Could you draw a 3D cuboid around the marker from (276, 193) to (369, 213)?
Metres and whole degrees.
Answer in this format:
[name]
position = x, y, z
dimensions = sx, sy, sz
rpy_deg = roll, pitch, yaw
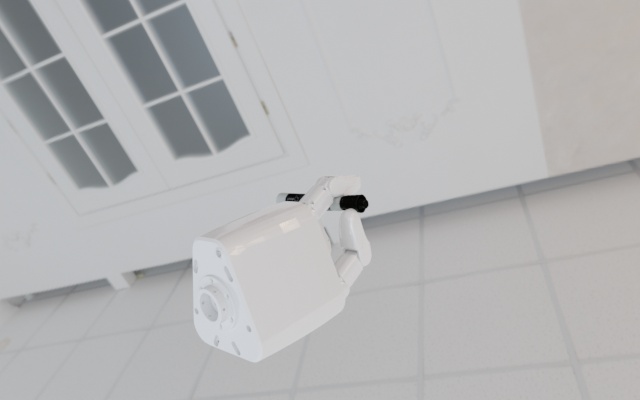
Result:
[marker]
position = 0.000, 0.002, 0.513
dimensions = 0.121, 0.020, 0.020
rpy_deg = 2, 1, 41
